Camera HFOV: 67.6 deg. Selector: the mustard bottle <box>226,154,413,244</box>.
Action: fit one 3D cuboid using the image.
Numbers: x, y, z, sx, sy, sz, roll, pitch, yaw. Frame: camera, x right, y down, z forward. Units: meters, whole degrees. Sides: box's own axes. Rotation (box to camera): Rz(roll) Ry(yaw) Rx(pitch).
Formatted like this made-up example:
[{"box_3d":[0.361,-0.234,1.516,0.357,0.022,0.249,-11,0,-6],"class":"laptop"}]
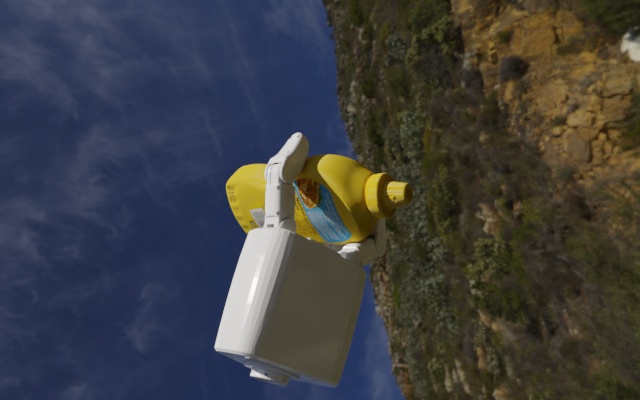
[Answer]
[{"box_3d":[0.000,0.001,0.472,0.191,0.096,0.058,-5,34,36],"class":"mustard bottle"}]
